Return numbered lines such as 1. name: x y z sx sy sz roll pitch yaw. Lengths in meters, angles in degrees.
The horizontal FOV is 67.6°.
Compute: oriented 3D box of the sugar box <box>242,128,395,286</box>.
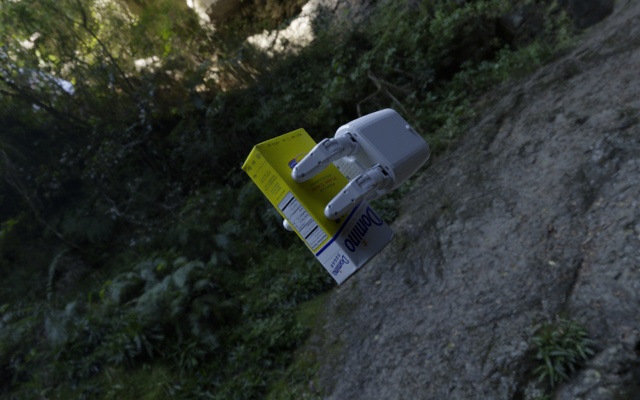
1. sugar box: 0.000 0.001 0.551 0.093 0.176 0.048 -32 -14 -49
